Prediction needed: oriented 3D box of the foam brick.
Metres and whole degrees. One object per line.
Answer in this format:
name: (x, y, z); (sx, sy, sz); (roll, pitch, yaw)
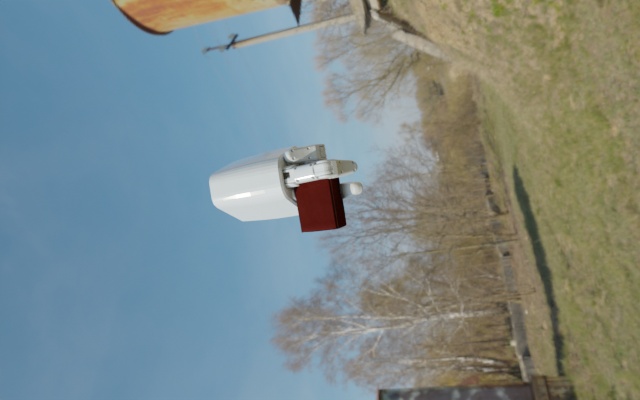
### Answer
foam brick: (0.000, 0.002, 0.644); (0.051, 0.078, 0.053); (-10, -3, 15)
